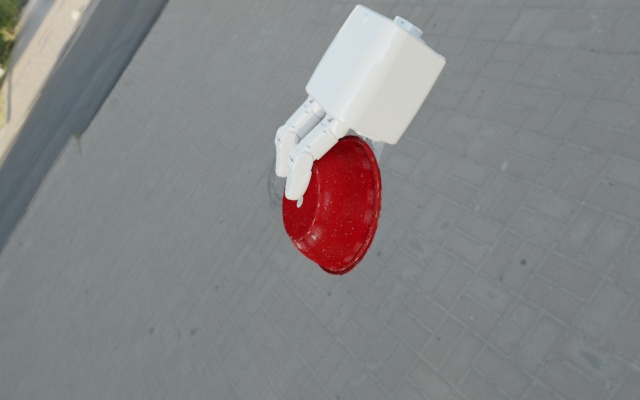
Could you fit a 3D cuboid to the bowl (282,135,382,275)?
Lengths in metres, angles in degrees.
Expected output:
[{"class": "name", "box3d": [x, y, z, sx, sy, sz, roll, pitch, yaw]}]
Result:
[{"class": "bowl", "box3d": [-0.001, 0.003, 0.538, 0.055, 0.162, 0.162, 7, -4, -28]}]
